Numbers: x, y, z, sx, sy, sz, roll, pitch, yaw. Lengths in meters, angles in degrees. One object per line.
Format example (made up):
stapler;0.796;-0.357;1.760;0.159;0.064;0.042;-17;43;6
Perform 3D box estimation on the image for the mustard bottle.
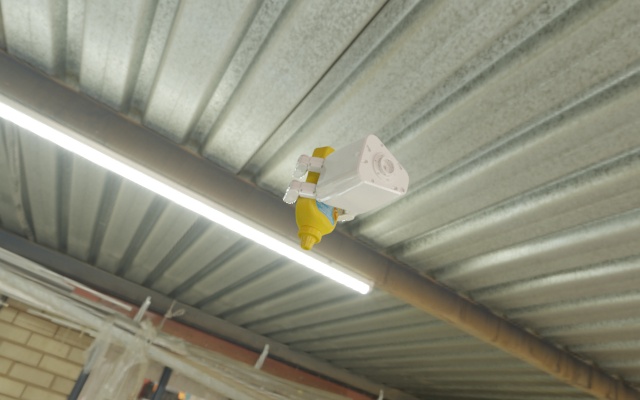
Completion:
mustard bottle;0.000;0.003;0.862;0.058;0.191;0.096;-3;-36;32
